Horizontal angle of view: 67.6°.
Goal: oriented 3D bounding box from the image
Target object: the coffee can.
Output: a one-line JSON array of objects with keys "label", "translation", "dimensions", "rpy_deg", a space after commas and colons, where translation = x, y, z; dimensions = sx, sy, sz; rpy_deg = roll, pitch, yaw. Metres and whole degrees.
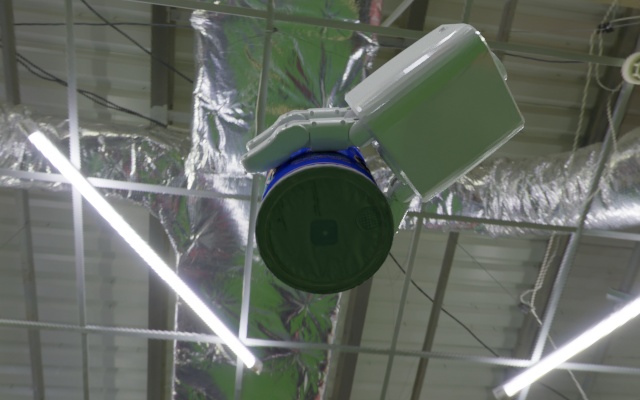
[{"label": "coffee can", "translation": [0.000, 0.002, 0.414], "dimensions": [0.103, 0.103, 0.140], "rpy_deg": [0, 19, -3]}]
